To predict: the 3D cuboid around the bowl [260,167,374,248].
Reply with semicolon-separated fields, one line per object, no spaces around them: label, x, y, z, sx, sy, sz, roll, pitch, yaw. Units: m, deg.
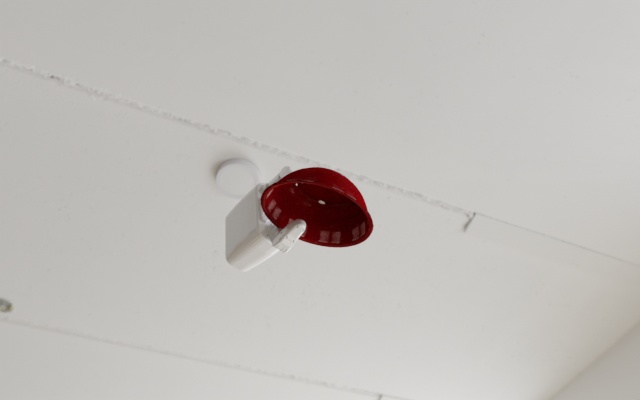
bowl;0.001;0.002;0.676;0.162;0.055;0.162;12;-33;8
